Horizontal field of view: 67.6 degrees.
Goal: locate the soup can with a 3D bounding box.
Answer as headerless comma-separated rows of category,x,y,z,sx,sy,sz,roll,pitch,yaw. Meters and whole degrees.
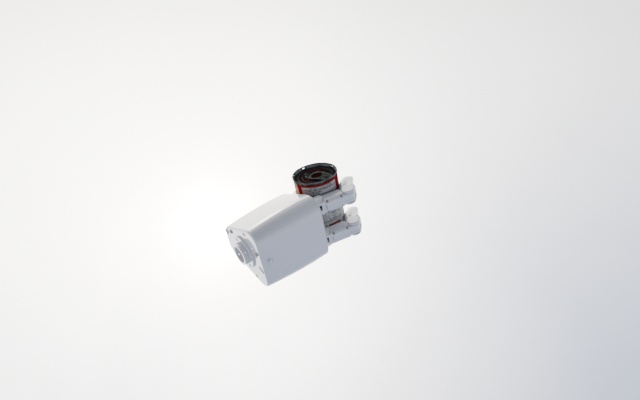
soup can,0.000,0.002,0.726,0.068,0.102,0.068,-9,29,5
